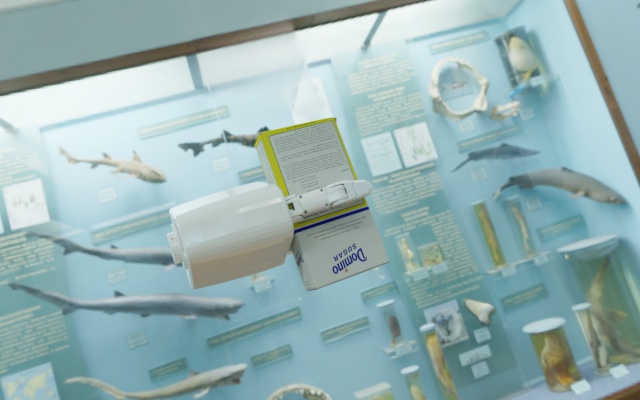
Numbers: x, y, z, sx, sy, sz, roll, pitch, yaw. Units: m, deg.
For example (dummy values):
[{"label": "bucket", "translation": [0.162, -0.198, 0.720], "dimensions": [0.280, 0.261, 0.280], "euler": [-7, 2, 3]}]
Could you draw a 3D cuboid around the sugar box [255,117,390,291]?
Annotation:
[{"label": "sugar box", "translation": [0.000, 0.002, 0.527], "dimensions": [0.093, 0.176, 0.048], "euler": [-16, -7, -20]}]
